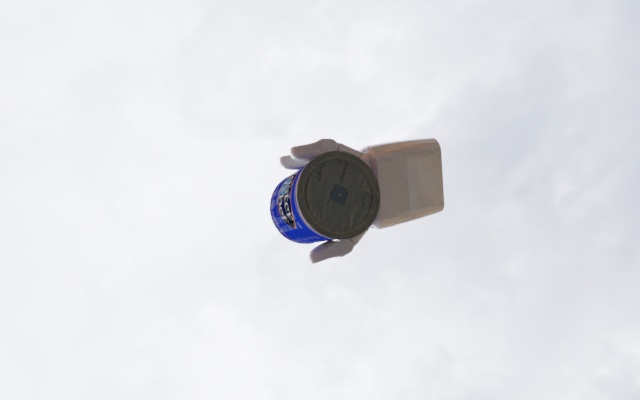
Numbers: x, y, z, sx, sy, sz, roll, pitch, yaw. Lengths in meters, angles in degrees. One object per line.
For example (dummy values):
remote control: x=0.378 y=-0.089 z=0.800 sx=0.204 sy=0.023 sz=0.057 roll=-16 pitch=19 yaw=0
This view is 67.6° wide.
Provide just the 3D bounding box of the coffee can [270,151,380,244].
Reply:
coffee can: x=0.000 y=0.002 z=0.609 sx=0.103 sy=0.103 sz=0.140 roll=0 pitch=-7 yaw=-19
